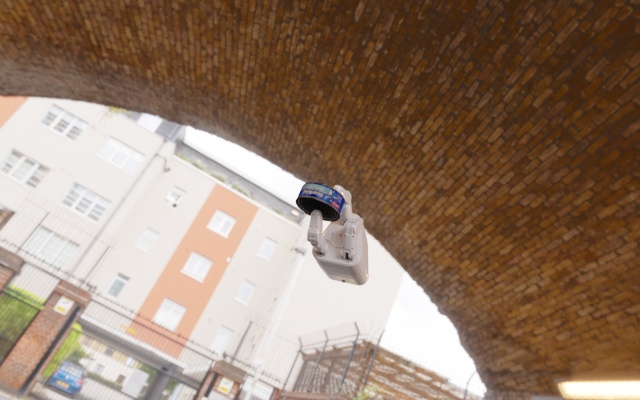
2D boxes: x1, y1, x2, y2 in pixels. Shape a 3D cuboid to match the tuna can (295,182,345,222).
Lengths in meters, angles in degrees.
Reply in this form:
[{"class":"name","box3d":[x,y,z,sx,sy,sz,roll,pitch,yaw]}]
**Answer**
[{"class":"tuna can","box3d":[0.000,0.002,0.856,0.086,0.033,0.086,19,-24,9]}]
